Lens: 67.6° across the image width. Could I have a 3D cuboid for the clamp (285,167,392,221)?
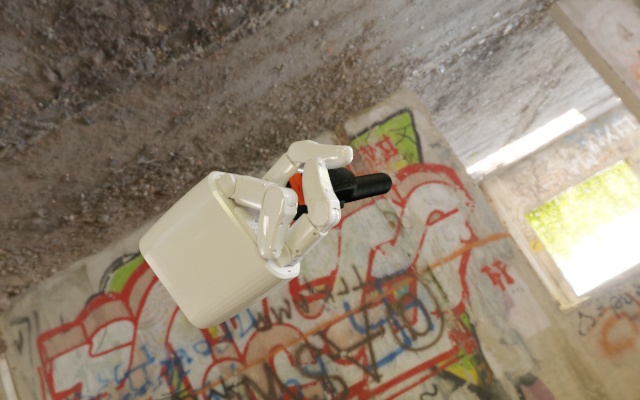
[{"bbox_3d":[0.000,0.002,0.502,0.120,0.039,0.171,-37,-19,21],"label":"clamp"}]
